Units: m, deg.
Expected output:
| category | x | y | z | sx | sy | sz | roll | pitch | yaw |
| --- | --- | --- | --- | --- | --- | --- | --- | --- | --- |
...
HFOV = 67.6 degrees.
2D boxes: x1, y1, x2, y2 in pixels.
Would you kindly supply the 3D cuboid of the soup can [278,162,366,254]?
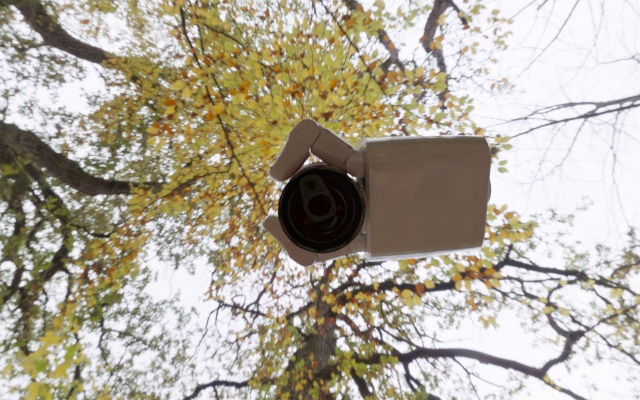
| category | x | y | z | sx | sy | sz | roll | pitch | yaw |
| --- | --- | --- | --- | --- | --- | --- | --- | --- | --- |
| soup can | 0.000 | 0.001 | 0.417 | 0.068 | 0.068 | 0.102 | 0 | 7 | -1 |
